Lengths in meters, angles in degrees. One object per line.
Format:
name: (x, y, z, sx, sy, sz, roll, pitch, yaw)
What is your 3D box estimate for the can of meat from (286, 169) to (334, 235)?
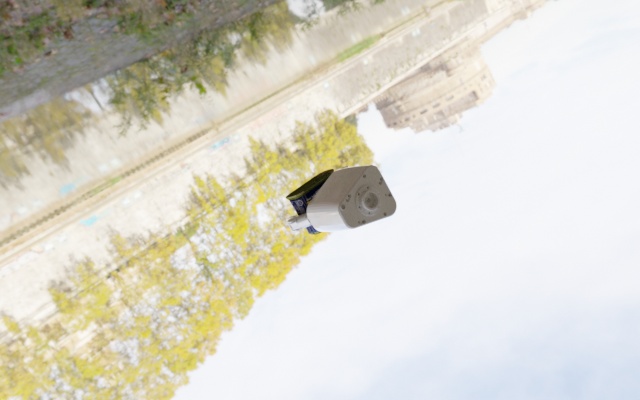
can of meat: (0.000, 0.003, 0.886, 0.102, 0.084, 0.057, -36, 13, -28)
